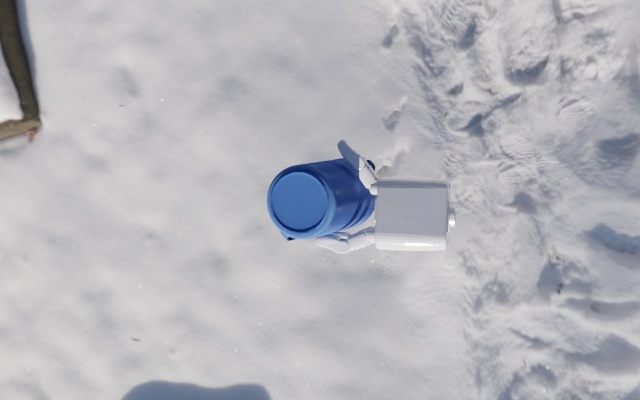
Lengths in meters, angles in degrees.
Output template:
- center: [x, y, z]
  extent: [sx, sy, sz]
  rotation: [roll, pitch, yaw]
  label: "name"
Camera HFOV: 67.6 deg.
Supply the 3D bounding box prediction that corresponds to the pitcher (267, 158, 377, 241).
- center: [0.000, 0.003, 0.790]
  extent: [0.145, 0.149, 0.243]
  rotation: [4, 5, 18]
  label: "pitcher"
